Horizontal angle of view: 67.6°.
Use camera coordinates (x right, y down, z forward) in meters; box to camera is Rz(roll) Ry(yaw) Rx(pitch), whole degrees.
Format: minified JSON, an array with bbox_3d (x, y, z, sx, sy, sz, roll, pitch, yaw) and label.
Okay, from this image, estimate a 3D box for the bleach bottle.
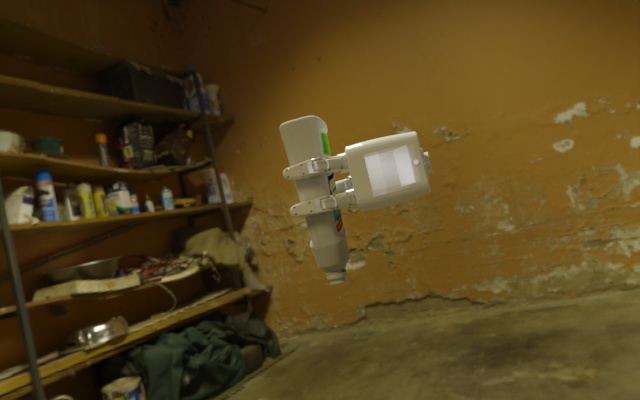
[{"bbox_3d":[0.000,0.002,0.737,0.068,0.251,0.102,-14,-3,10],"label":"bleach bottle"}]
